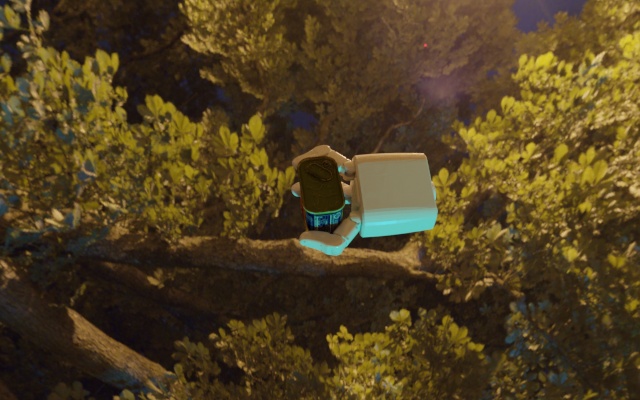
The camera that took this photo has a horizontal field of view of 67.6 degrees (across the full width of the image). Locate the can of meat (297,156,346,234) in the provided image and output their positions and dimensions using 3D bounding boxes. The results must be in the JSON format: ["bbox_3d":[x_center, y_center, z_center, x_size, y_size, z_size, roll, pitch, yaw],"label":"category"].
[{"bbox_3d":[0.000,0.003,0.680,0.057,0.102,0.084,-7,-39,-5],"label":"can of meat"}]
